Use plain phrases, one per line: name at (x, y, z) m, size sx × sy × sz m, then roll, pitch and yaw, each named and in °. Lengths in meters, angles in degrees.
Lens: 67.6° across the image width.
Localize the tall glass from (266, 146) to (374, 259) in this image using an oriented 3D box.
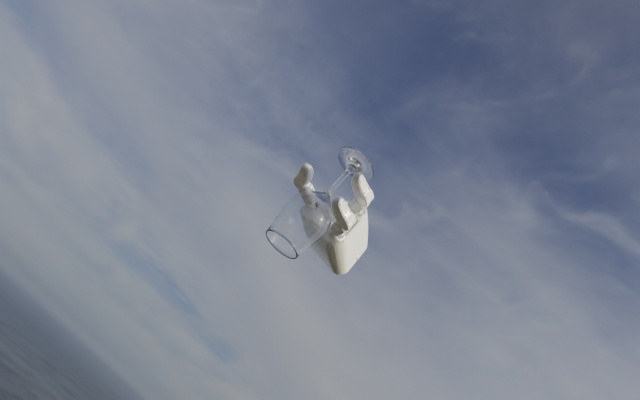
tall glass at (0.000, 0.002, 0.768) m, size 0.079 × 0.079 × 0.201 m, roll 0°, pitch 40°, yaw 52°
